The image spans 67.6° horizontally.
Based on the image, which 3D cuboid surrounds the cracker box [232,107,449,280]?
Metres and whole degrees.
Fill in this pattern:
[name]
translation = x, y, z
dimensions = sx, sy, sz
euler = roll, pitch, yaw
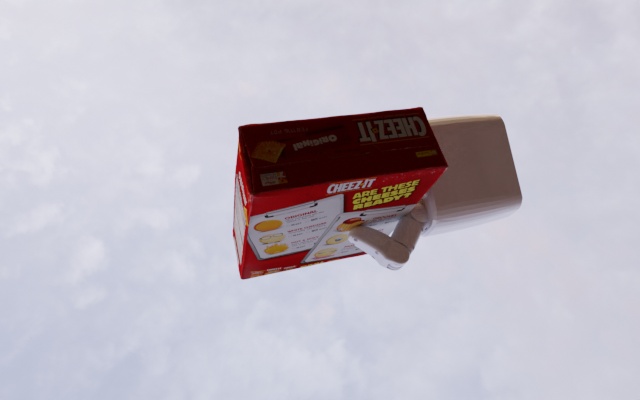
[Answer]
[cracker box]
translation = 0.000, 0.002, 0.468
dimensions = 0.164, 0.072, 0.214
euler = -9, -24, -16
